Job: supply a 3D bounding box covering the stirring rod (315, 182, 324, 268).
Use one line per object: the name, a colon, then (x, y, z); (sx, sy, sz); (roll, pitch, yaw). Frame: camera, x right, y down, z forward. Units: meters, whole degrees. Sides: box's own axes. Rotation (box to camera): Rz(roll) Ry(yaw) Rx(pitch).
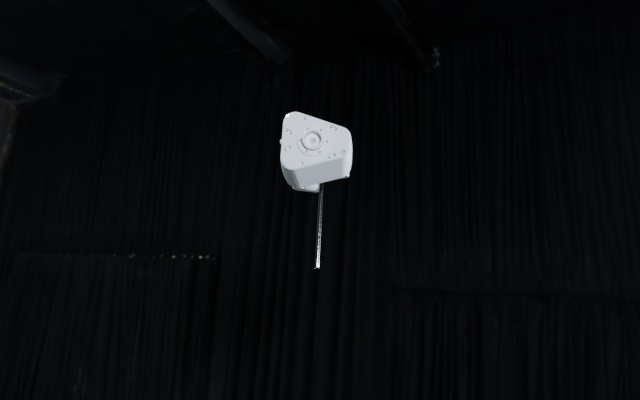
stirring rod: (0.000, 0.003, 0.874); (0.011, 0.239, 0.011); (3, -11, 1)
